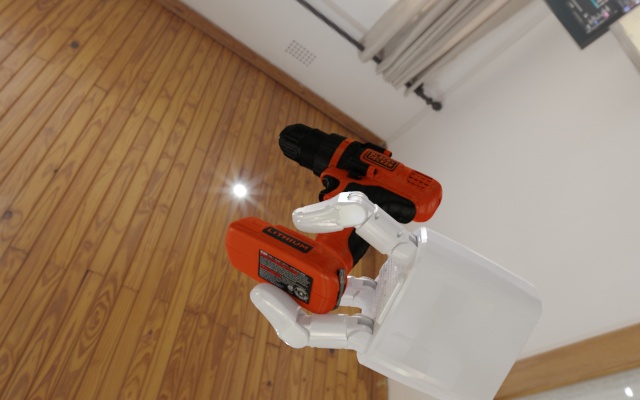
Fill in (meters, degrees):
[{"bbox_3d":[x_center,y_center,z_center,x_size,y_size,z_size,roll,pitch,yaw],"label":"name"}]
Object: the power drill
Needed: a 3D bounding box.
[{"bbox_3d":[0.000,0.002,0.443,0.184,0.057,0.187,25,46,21],"label":"power drill"}]
